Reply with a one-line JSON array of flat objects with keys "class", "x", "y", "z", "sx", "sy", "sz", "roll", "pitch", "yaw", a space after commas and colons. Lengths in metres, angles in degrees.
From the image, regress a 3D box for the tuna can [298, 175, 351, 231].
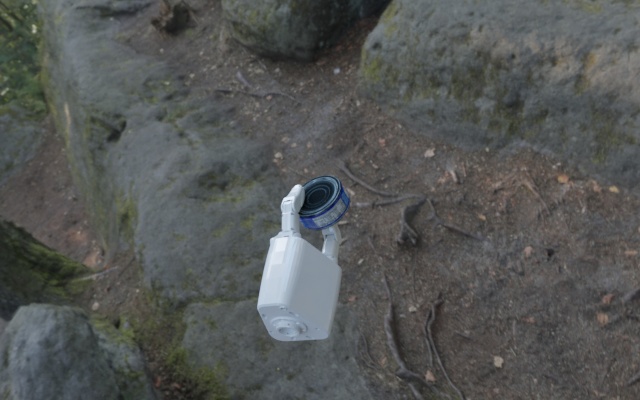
[{"class": "tuna can", "x": 0.000, "y": 0.002, "z": 0.726, "sx": 0.086, "sy": 0.086, "sz": 0.034, "roll": 0, "pitch": -41, "yaw": 37}]
